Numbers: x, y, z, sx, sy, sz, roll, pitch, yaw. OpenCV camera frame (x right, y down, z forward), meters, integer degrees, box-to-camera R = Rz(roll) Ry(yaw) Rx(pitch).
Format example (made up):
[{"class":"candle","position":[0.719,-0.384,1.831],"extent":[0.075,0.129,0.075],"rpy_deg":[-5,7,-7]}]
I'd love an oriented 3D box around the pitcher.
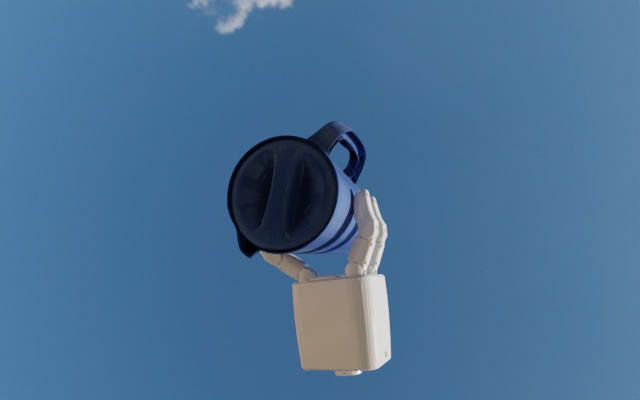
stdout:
[{"class":"pitcher","position":[0.000,0.002,0.627],"extent":[0.149,0.145,0.243],"rpy_deg":[-11,-12,17]}]
